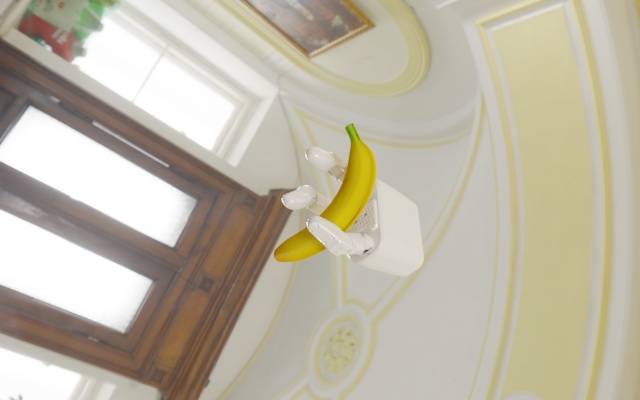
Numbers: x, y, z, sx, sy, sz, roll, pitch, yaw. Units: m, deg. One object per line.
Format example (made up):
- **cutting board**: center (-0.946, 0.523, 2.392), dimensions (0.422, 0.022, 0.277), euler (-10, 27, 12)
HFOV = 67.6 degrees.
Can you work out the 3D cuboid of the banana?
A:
- **banana**: center (0.014, 0.009, 0.580), dimensions (0.069, 0.198, 0.037), euler (39, 15, 30)
